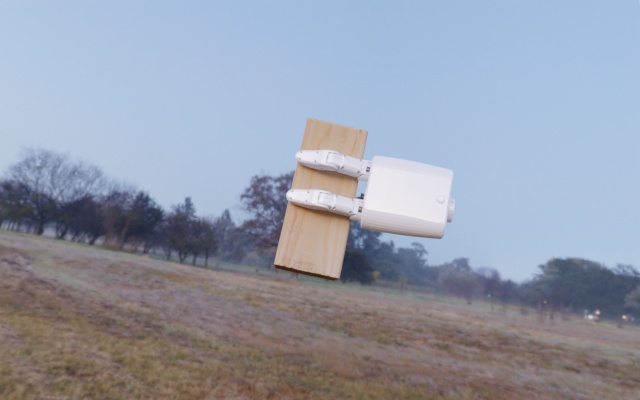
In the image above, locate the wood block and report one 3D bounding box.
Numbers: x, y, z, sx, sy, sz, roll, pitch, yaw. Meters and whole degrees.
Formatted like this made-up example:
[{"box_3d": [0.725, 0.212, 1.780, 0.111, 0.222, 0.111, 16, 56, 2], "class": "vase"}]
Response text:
[{"box_3d": [0.001, 0.002, 0.679, 0.090, 0.206, 0.091, 12, -12, -1], "class": "wood block"}]
